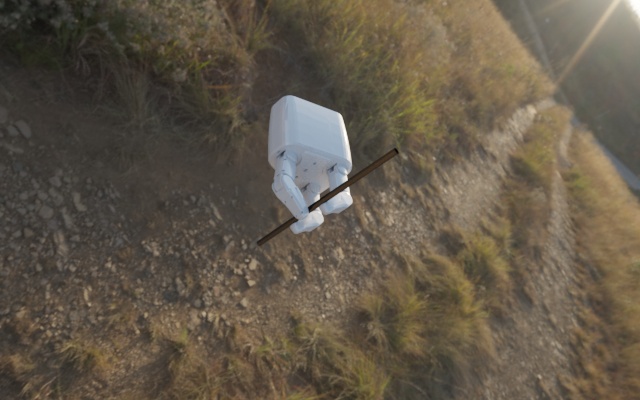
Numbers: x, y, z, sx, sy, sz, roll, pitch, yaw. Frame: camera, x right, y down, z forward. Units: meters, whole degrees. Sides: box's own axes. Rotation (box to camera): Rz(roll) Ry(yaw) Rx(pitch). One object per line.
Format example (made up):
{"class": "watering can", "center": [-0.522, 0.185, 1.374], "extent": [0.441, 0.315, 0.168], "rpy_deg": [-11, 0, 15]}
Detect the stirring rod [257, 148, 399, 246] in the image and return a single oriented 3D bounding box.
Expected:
{"class": "stirring rod", "center": [0.000, 0.002, 0.597], "extent": [0.239, 0.011, 0.011], "rpy_deg": [-34, -20, 31]}
